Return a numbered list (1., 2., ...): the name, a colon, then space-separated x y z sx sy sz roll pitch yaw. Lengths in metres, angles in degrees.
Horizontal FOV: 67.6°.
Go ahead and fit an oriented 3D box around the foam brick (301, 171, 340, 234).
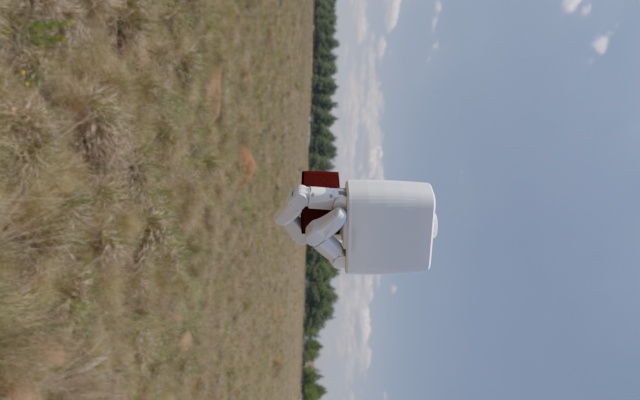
1. foam brick: 0.000 0.002 0.638 0.051 0.053 0.078 -1 36 0
